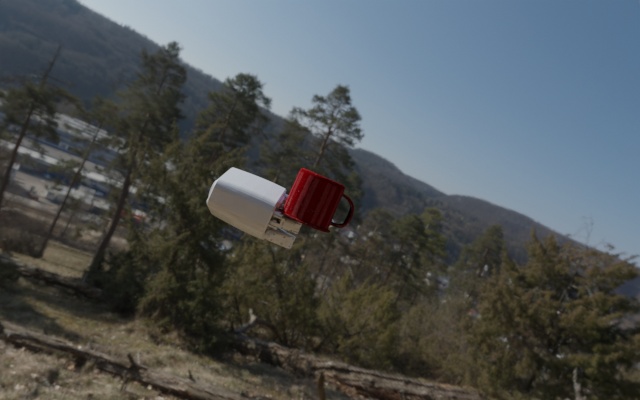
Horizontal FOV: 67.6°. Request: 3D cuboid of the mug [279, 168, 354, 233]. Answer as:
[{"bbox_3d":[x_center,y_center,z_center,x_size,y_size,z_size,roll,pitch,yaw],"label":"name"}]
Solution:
[{"bbox_3d":[0.002,0.003,0.791,0.117,0.081,0.093,24,3,-2],"label":"mug"}]
